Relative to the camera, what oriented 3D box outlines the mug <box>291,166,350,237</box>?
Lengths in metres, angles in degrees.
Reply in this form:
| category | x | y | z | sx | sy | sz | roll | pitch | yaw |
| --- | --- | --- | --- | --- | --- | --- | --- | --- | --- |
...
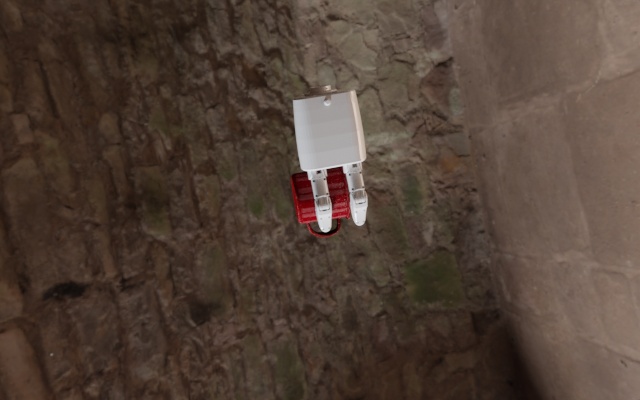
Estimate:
| category | x | y | z | sx | sy | sz | roll | pitch | yaw |
| --- | --- | --- | --- | --- | --- | --- | --- | --- | --- |
| mug | 0.000 | 0.004 | 0.769 | 0.081 | 0.117 | 0.093 | -9 | 15 | -5 |
